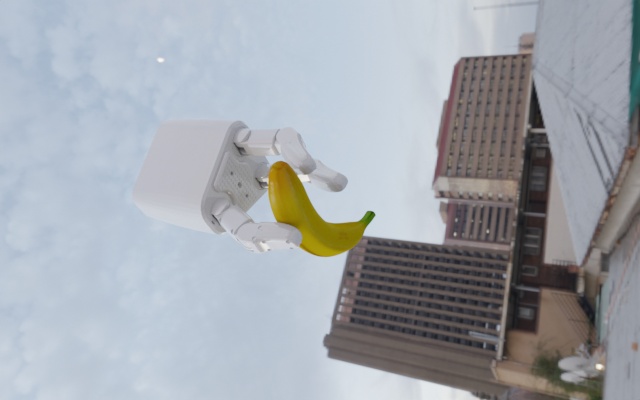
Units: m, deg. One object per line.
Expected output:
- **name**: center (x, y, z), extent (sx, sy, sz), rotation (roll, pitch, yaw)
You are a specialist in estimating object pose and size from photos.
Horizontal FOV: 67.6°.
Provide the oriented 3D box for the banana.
- **banana**: center (-0.003, 0.020, 0.483), extent (0.037, 0.069, 0.198), rotation (12, -8, 31)
